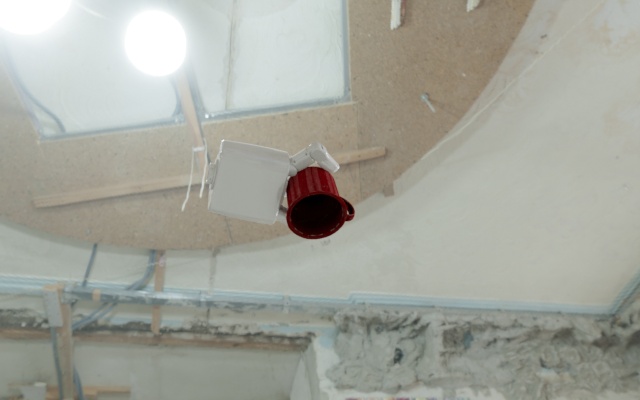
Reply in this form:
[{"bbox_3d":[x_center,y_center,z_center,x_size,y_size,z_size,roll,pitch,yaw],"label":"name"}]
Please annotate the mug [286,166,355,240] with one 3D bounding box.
[{"bbox_3d":[0.001,0.003,0.751,0.117,0.093,0.081,13,33,-19],"label":"mug"}]
